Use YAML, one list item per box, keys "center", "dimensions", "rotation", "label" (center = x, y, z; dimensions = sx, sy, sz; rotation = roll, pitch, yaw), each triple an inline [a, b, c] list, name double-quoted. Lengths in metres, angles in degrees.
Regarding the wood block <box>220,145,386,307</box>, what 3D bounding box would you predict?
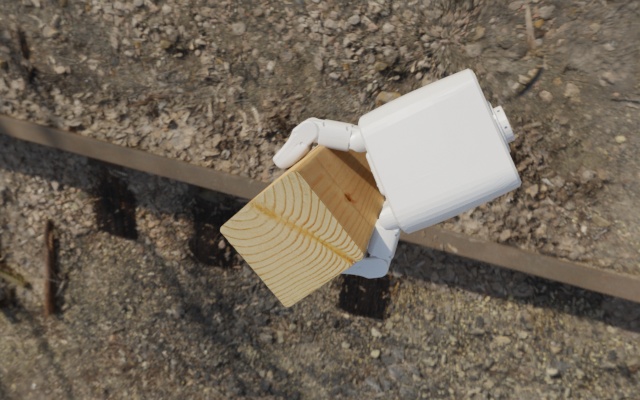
- center: [0.000, 0.001, 0.476]
  dimensions: [0.090, 0.091, 0.206]
  rotation: [-37, 6, 22]
  label: "wood block"
